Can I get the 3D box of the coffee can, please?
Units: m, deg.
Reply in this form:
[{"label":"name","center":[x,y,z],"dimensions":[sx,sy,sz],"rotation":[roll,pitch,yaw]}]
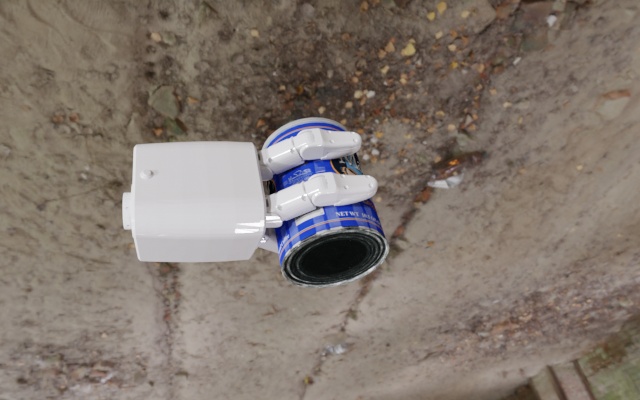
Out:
[{"label":"coffee can","center":[0.000,0.001,0.481],"dimensions":[0.103,0.140,0.103],"rotation":[-10,-37,-7]}]
